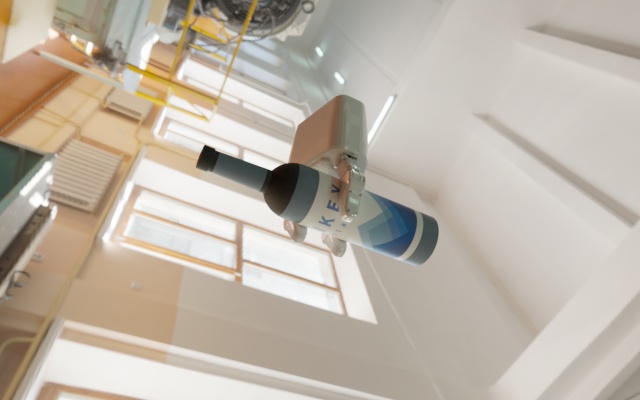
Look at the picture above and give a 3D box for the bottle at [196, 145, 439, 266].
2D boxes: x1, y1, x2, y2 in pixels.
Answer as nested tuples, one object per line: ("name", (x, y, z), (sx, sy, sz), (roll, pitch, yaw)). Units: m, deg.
("bottle", (0.000, 0.002, 0.562), (0.296, 0.069, 0.069), (21, -7, -19))
